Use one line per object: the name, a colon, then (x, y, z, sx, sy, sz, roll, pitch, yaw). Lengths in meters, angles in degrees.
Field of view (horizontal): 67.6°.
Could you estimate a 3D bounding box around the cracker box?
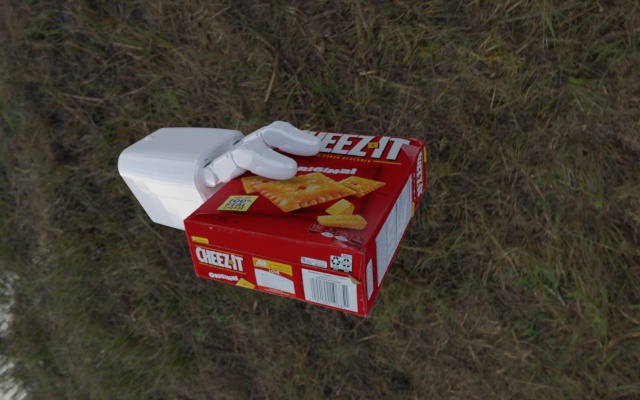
cracker box: (0.000, 0.002, 0.467, 0.164, 0.072, 0.213, 9, 33, 21)
